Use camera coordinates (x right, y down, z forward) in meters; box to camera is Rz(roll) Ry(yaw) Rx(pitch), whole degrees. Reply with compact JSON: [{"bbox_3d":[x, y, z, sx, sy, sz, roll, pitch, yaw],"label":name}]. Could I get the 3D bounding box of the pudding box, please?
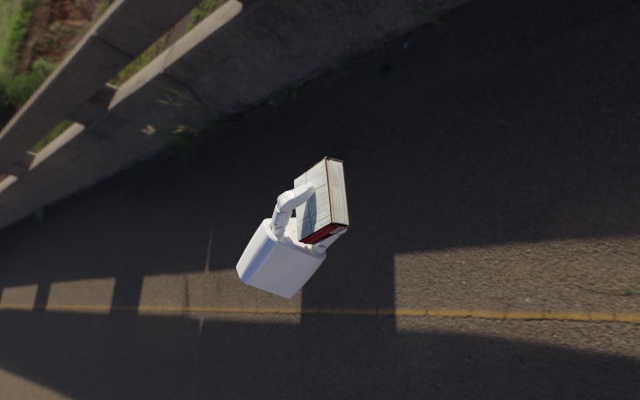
[{"bbox_3d":[0.000,0.002,0.739,0.039,0.113,0.090,12,-29,-36],"label":"pudding box"}]
